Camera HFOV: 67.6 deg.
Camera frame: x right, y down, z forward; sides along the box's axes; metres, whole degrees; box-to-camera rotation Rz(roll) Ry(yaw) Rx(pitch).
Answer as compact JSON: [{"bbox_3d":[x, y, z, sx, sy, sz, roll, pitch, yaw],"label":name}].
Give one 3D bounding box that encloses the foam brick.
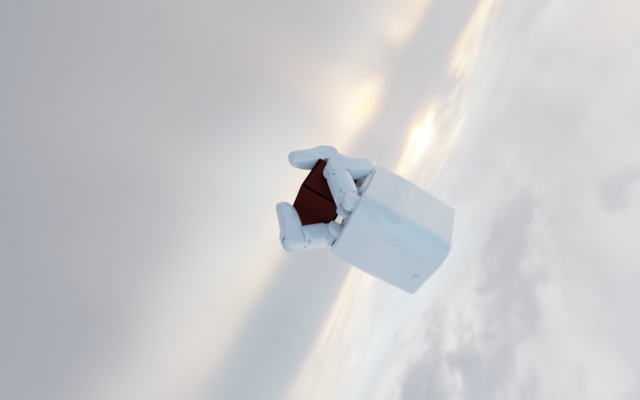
[{"bbox_3d":[0.000,0.002,0.559,0.051,0.053,0.078,29,-41,3],"label":"foam brick"}]
